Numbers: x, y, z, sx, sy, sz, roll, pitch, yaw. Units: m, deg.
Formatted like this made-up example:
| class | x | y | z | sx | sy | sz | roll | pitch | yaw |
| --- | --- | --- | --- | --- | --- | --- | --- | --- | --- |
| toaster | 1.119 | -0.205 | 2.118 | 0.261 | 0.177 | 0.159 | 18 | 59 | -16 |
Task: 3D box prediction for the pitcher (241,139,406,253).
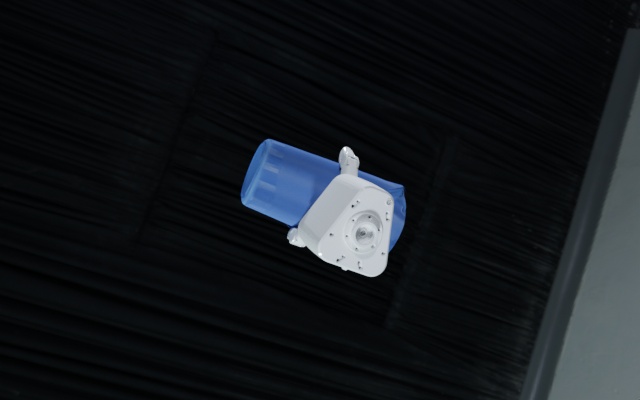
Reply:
| class | x | y | z | sx | sy | sz | roll | pitch | yaw |
| --- | --- | --- | --- | --- | --- | --- | --- | --- | --- |
| pitcher | 0.000 | 0.002 | 0.760 | 0.243 | 0.149 | 0.145 | 21 | 6 | -16 |
